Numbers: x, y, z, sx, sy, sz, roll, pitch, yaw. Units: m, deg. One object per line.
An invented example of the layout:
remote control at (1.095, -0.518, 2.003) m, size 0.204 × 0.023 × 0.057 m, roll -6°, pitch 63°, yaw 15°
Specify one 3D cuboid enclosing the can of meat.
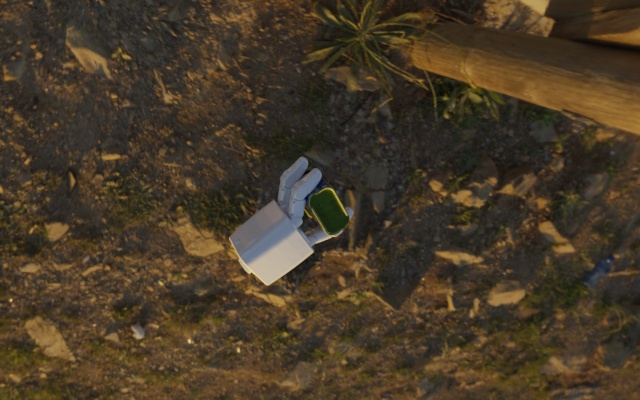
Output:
can of meat at (0.000, 0.003, 0.841) m, size 0.057 × 0.102 × 0.084 m, roll -35°, pitch 34°, yaw -6°
